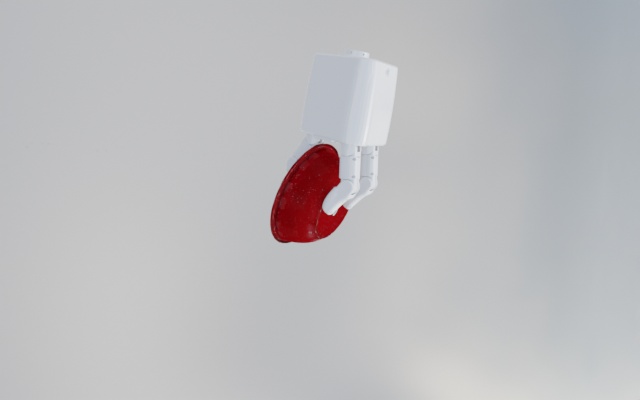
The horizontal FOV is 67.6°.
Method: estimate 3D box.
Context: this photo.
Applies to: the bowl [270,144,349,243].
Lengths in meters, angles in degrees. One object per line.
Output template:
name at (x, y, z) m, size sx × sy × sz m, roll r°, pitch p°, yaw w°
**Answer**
bowl at (0.000, 0.004, 0.689) m, size 0.055 × 0.162 × 0.162 m, roll 29°, pitch 13°, yaw 25°
